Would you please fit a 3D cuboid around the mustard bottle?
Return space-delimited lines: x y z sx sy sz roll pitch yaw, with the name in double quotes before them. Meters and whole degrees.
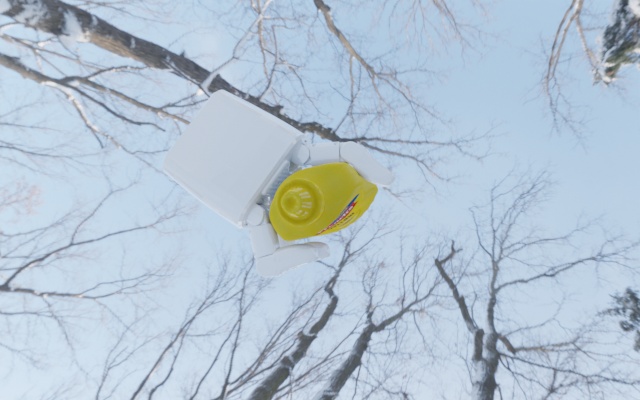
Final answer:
"mustard bottle" 0.000 0.002 0.476 0.096 0.058 0.191 -35 -9 12
